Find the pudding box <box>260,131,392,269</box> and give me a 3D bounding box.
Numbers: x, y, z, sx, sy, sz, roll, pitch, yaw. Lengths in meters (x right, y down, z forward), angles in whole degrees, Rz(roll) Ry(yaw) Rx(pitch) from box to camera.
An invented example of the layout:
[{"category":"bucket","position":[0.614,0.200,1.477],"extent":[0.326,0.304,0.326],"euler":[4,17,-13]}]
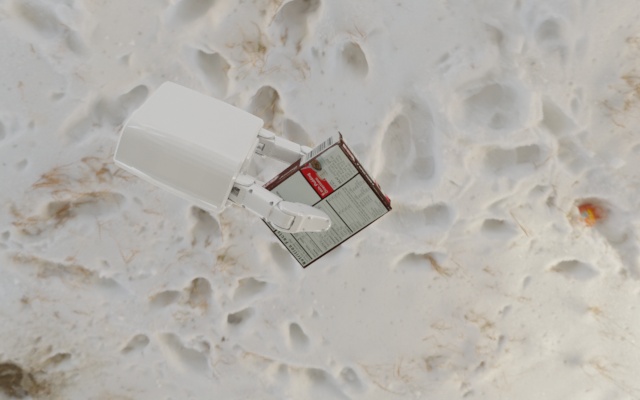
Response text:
[{"category":"pudding box","position":[0.000,0.002,0.476],"extent":[0.113,0.090,0.039],"euler":[-34,17,16]}]
